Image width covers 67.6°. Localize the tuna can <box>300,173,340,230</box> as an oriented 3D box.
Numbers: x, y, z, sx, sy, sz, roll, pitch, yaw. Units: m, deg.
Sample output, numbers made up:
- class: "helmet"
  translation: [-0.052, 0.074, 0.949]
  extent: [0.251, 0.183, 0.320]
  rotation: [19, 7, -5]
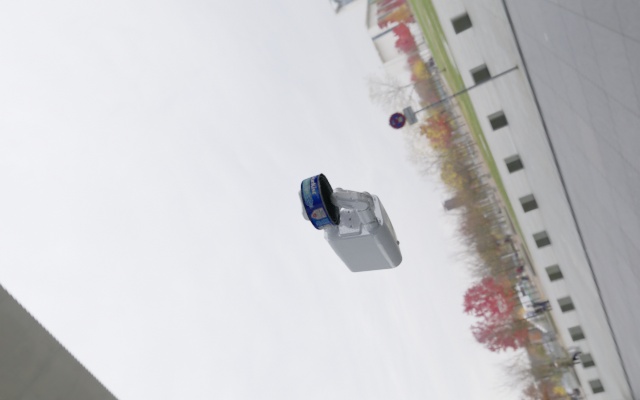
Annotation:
- class: "tuna can"
  translation: [0.000, 0.003, 0.746]
  extent: [0.034, 0.086, 0.086]
  rotation: [-18, -5, 14]
